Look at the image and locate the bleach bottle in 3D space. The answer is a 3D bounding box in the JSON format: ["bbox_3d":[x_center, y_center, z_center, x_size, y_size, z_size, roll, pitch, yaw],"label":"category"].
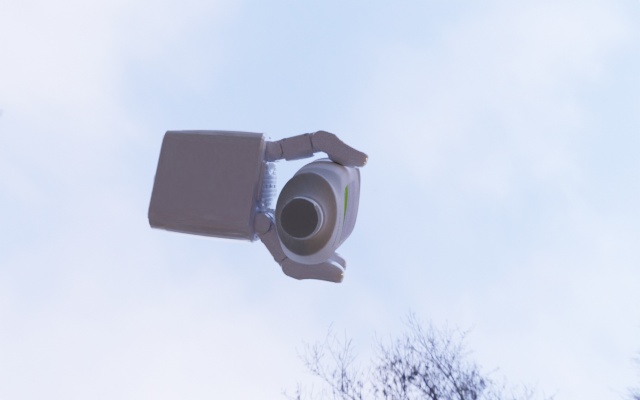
[{"bbox_3d":[0.000,0.002,0.463,0.068,0.102,0.251,4,2,7],"label":"bleach bottle"}]
